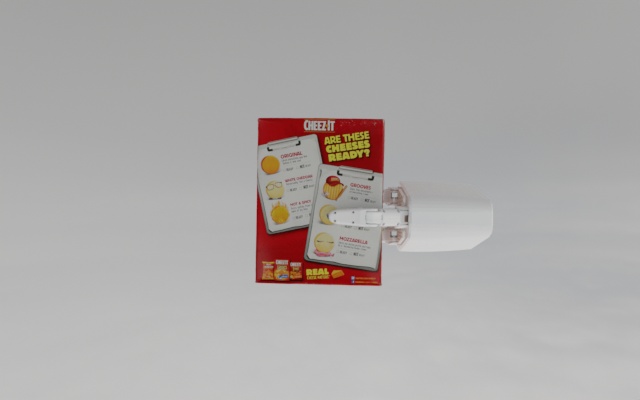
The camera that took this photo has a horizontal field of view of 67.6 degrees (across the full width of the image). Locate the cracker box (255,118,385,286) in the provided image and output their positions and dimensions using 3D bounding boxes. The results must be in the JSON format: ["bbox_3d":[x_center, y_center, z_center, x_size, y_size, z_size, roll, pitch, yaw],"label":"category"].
[{"bbox_3d":[0.000,0.002,0.636,0.164,0.213,0.072,1,0,1],"label":"cracker box"}]
